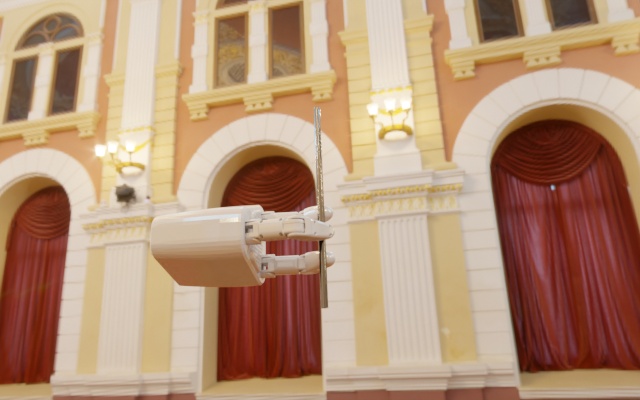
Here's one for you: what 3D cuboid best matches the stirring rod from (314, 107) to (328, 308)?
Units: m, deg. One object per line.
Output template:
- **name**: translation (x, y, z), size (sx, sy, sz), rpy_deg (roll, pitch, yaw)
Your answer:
- **stirring rod**: translation (0.000, 0.002, 0.552), size (0.011, 0.239, 0.011), rpy_deg (-2, -16, -1)
